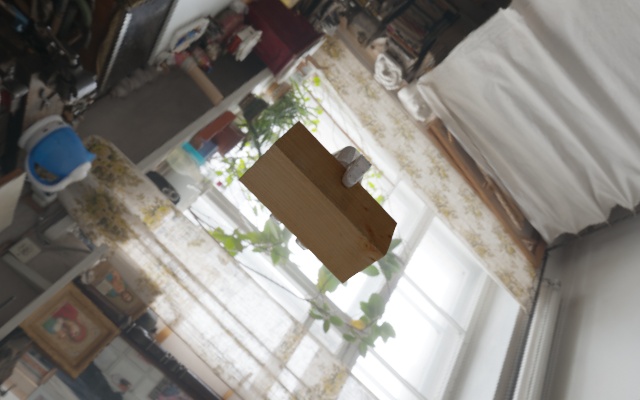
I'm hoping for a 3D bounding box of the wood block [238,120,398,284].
[{"bbox_3d":[0.001,0.002,0.671,0.091,0.206,0.090,-40,8,34],"label":"wood block"}]
